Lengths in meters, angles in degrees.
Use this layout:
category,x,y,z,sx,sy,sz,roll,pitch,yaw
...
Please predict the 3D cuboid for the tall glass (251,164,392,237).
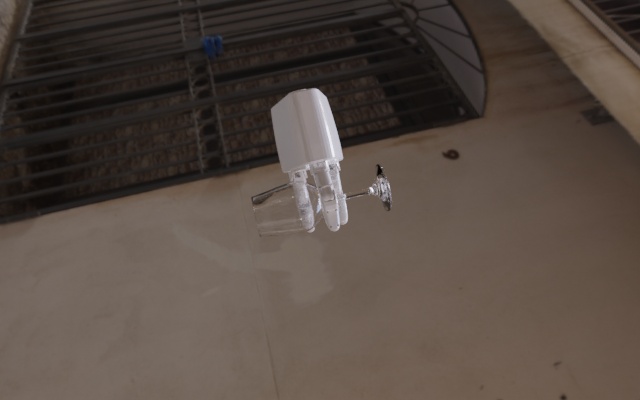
category,x,y,z,sx,sy,sz,roll,pitch,yaw
tall glass,0.001,0.002,0.722,0.201,0.079,0.079,-13,1,-6
